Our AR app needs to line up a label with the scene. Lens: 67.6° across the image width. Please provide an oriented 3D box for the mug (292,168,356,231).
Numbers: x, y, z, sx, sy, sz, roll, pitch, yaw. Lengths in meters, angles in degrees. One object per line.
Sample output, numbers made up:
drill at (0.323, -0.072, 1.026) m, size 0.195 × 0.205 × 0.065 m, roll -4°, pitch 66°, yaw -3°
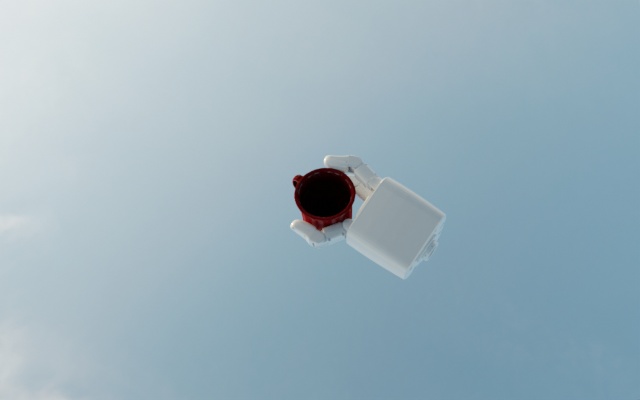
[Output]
mug at (-0.001, 0.002, 0.757) m, size 0.117 × 0.093 × 0.081 m, roll 35°, pitch -21°, yaw 22°
